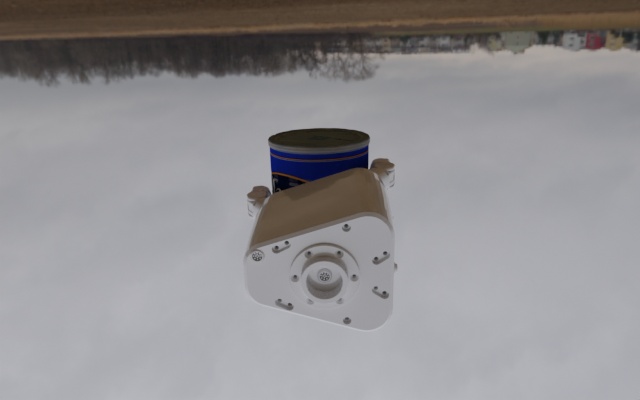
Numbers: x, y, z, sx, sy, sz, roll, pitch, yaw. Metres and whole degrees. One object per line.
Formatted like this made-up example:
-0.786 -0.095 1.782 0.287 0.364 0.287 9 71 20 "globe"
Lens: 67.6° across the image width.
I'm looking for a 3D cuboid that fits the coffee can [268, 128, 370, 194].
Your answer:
0.000 0.001 0.502 0.103 0.140 0.102 -1 18 0 "coffee can"
